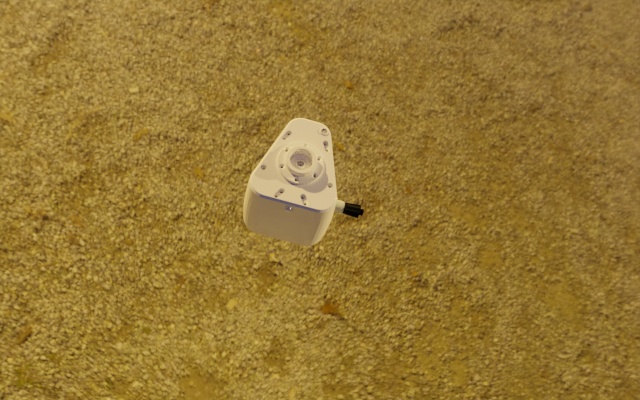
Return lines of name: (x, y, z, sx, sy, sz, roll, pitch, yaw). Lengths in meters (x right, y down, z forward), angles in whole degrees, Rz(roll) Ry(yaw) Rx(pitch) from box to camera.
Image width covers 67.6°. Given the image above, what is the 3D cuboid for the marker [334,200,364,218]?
marker: (0.000, 0.002, 0.650, 0.121, 0.020, 0.020, 14, -1, -4)
